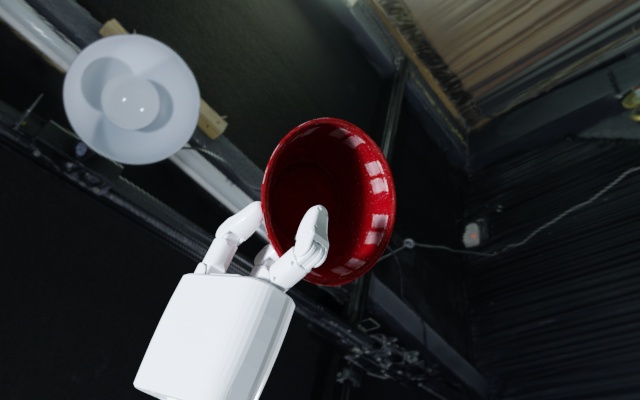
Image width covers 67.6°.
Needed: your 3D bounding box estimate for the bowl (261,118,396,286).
[{"bbox_3d":[0.001,0.001,0.480,0.162,0.162,0.055,0,-1,-35],"label":"bowl"}]
